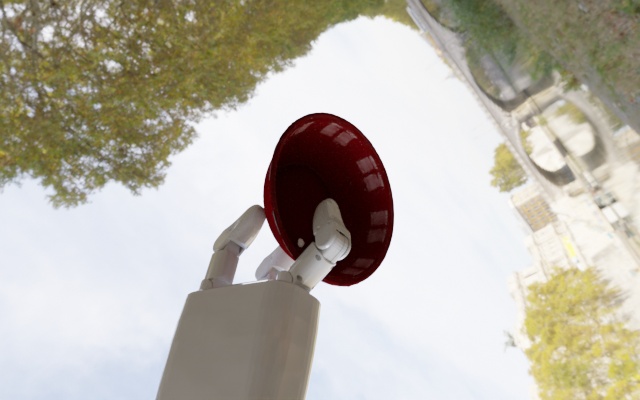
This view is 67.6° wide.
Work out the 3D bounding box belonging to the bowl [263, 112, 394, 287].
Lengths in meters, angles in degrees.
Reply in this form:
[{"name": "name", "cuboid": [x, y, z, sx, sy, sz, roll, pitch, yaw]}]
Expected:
[{"name": "bowl", "cuboid": [0.000, 0.001, 0.455, 0.162, 0.162, 0.055, 0, -10, -44]}]
